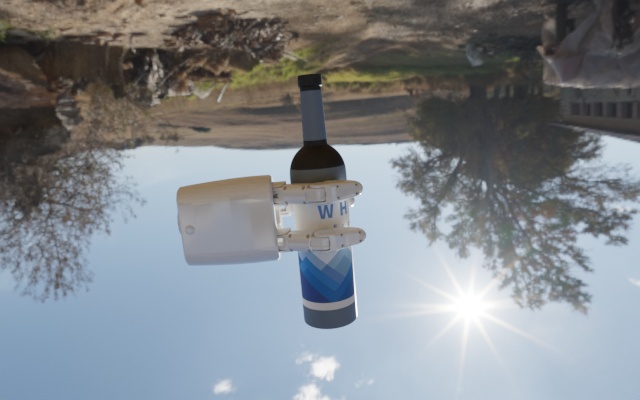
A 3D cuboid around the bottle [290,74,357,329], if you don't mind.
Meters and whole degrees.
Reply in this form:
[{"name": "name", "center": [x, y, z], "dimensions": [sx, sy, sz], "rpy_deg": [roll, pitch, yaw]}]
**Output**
[{"name": "bottle", "center": [0.000, 0.002, 0.568], "dimensions": [0.069, 0.296, 0.069], "rpy_deg": [-5, 11, 1]}]
